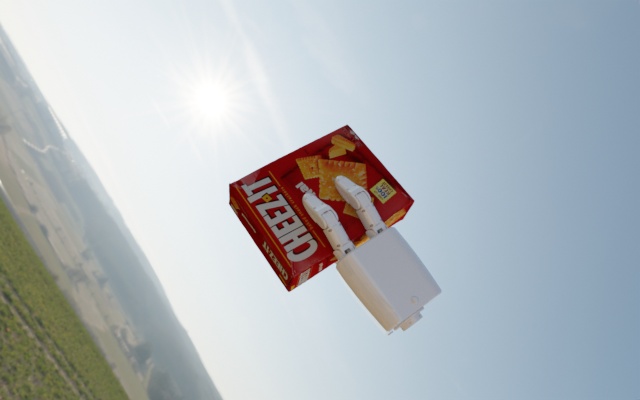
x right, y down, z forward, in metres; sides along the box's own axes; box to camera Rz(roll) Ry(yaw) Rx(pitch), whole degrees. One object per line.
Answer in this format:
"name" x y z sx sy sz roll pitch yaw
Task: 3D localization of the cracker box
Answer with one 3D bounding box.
"cracker box" 0.000 0.002 0.690 0.213 0.164 0.072 -29 -20 -22
